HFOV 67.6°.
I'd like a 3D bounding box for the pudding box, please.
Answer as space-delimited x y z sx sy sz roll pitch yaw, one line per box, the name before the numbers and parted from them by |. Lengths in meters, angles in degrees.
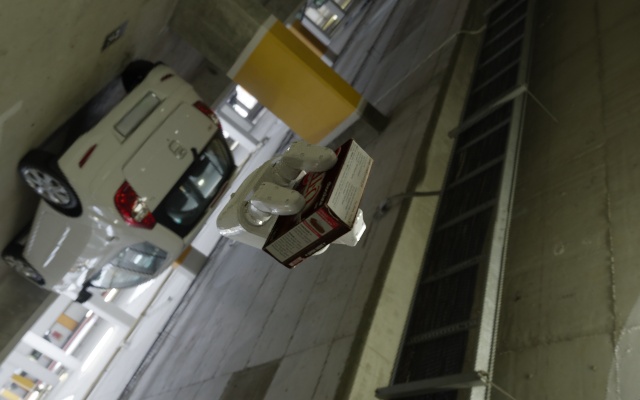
pudding box | 0.000 0.002 0.458 0.039 0.113 0.090 40 -52 -17
